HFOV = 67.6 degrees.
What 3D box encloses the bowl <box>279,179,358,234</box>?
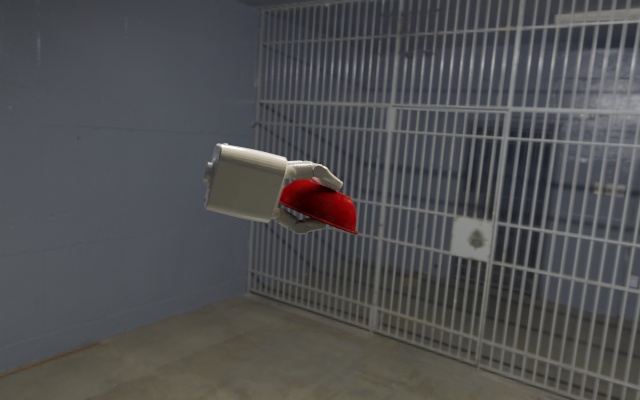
[{"bbox_3d":[0.001,0.003,0.825,0.162,0.055,0.162,23,1,0],"label":"bowl"}]
